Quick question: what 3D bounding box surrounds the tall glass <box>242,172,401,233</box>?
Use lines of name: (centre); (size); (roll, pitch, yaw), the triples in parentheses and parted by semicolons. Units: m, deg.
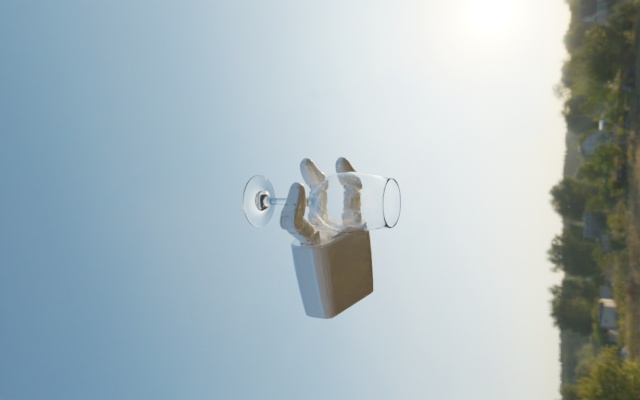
tall glass: (-0.001, 0.002, 0.624); (0.201, 0.079, 0.079); (0, 0, 30)
